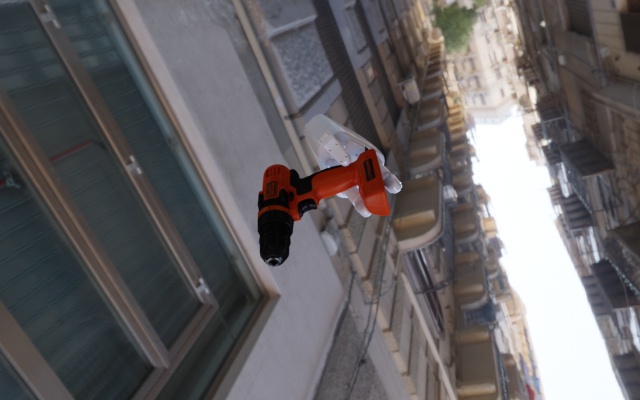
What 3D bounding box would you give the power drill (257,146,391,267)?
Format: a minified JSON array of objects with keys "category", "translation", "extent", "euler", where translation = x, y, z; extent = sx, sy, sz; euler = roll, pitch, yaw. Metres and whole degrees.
[{"category":"power drill","translation":[0.001,0.002,0.678],"extent":[0.187,0.184,0.057],"euler":[-12,-45,9]}]
